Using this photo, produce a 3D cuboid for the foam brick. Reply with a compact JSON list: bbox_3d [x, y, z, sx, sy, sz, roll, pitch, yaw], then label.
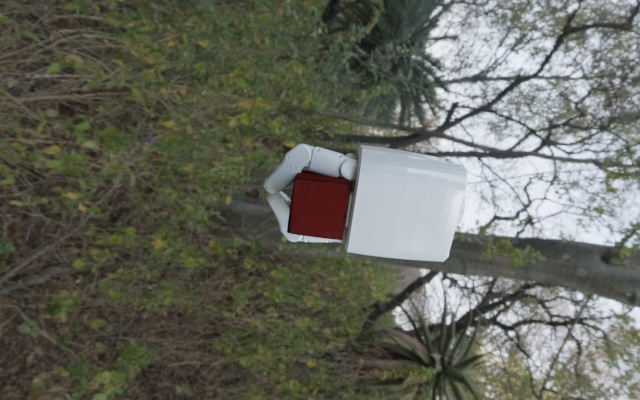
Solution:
[{"bbox_3d":[0.000,0.002,0.461,0.051,0.053,0.078,8,11,1],"label":"foam brick"}]
